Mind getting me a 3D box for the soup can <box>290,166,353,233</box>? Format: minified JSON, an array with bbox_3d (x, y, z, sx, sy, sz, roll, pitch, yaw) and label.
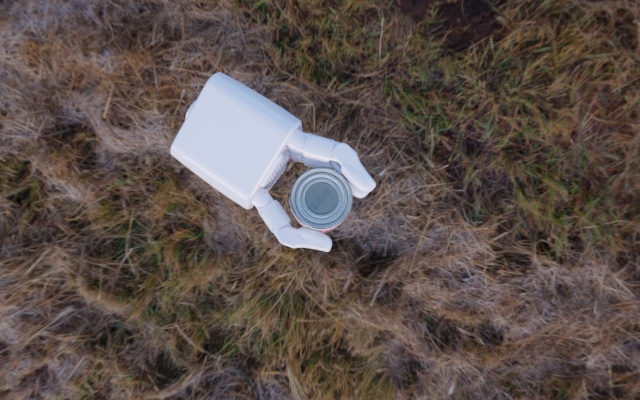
[{"bbox_3d":[0.000,0.002,0.547,0.068,0.068,0.102,0,-6,-1],"label":"soup can"}]
